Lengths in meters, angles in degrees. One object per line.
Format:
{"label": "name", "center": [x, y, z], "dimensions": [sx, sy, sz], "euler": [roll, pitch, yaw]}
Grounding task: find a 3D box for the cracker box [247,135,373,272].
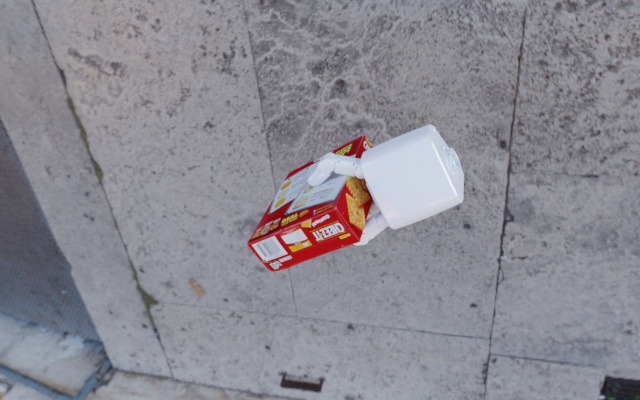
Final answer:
{"label": "cracker box", "center": [0.000, 0.002, 0.748], "dimensions": [0.164, 0.072, 0.213], "euler": [-24, 24, 29]}
